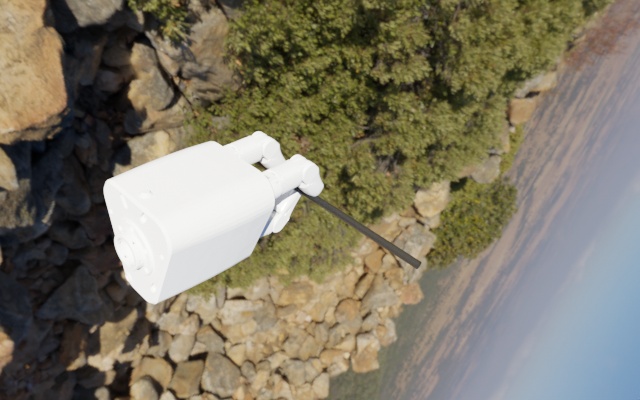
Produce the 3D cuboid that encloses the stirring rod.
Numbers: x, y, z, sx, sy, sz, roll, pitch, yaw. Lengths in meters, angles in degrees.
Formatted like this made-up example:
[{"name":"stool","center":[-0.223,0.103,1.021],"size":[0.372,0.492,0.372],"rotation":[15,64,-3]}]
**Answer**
[{"name":"stirring rod","center":[0.000,0.002,0.490],"size":[0.239,0.011,0.011],"rotation":[33,17,28]}]
